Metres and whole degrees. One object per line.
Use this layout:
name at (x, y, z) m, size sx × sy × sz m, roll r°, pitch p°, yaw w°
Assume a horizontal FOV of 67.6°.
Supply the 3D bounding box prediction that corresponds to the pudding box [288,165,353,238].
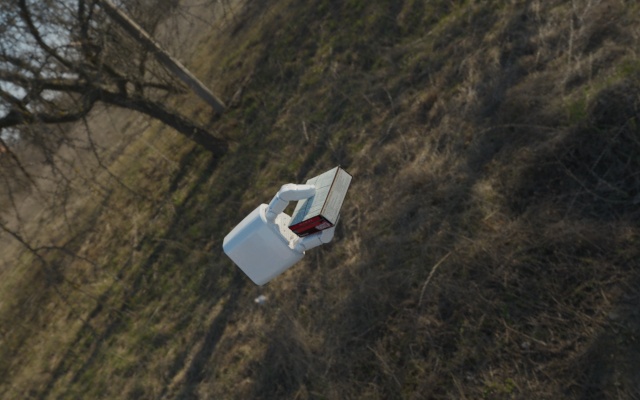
pudding box at (0.000, 0.003, 0.813) m, size 0.039 × 0.113 × 0.090 m, roll 39°, pitch -37°, yaw -26°
